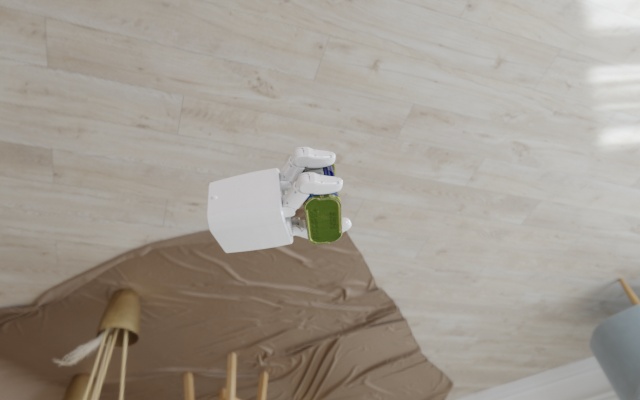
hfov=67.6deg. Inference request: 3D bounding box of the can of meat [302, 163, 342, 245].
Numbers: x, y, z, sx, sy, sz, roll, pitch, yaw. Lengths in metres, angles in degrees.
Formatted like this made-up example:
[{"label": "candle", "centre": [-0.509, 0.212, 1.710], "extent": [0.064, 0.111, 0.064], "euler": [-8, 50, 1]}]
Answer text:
[{"label": "can of meat", "centre": [0.000, 0.003, 0.704], "extent": [0.057, 0.102, 0.083], "euler": [-7, 44, -2]}]
